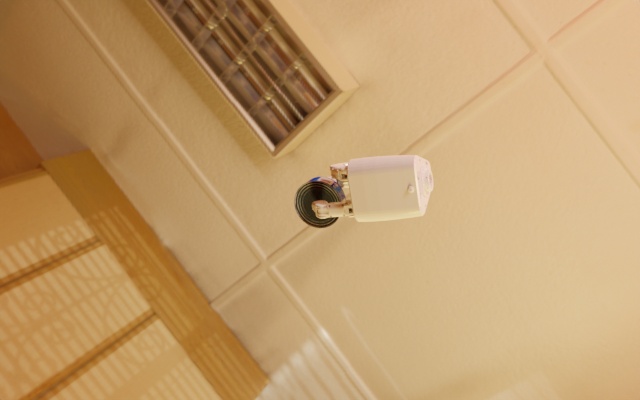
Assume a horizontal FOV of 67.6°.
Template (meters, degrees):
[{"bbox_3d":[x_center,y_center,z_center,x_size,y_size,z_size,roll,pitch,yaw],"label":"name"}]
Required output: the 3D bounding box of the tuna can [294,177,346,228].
[{"bbox_3d":[0.000,0.003,0.829,0.086,0.086,0.033,0,18,21],"label":"tuna can"}]
